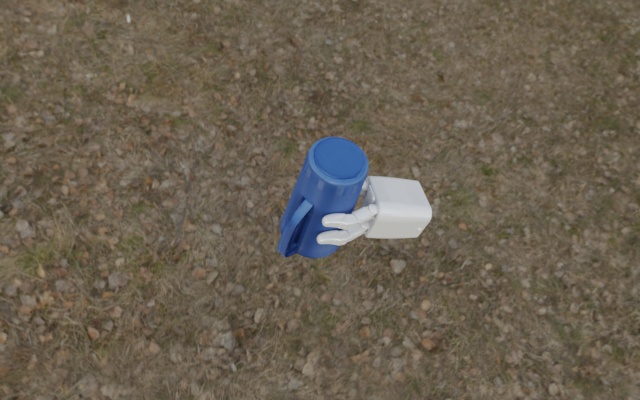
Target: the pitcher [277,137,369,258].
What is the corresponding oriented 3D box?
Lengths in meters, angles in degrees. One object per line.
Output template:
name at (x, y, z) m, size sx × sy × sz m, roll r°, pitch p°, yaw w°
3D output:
pitcher at (0.000, 0.003, 0.894) m, size 0.145 × 0.149 × 0.243 m, roll 4°, pitch -35°, yaw -12°
